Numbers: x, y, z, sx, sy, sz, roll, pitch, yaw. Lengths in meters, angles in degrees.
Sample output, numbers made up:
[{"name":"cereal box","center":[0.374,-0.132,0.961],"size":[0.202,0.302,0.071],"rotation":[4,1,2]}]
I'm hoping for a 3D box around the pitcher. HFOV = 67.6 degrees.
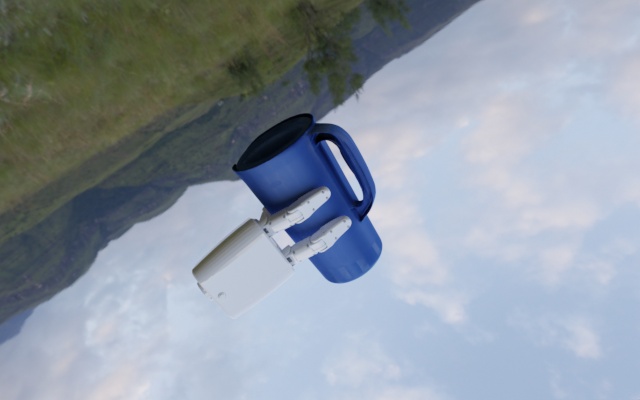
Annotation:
[{"name":"pitcher","center":[0.000,0.002,0.694],"size":[0.145,0.243,0.149],"rotation":[-38,25,-8]}]
